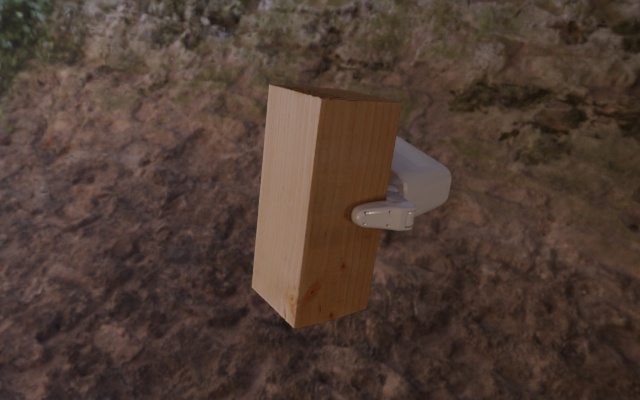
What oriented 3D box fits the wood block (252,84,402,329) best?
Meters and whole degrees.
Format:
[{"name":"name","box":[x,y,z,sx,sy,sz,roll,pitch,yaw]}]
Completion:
[{"name":"wood block","box":[0.001,0.002,0.455,0.090,0.206,0.090,-6,21,-36]}]
